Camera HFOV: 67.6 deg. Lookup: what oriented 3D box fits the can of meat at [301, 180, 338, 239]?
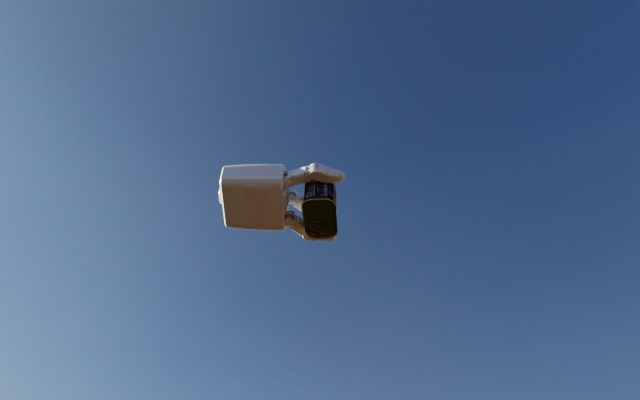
[{"bbox_3d":[0.000,0.002,0.833,0.057,0.083,0.102,-2,-43,4],"label":"can of meat"}]
